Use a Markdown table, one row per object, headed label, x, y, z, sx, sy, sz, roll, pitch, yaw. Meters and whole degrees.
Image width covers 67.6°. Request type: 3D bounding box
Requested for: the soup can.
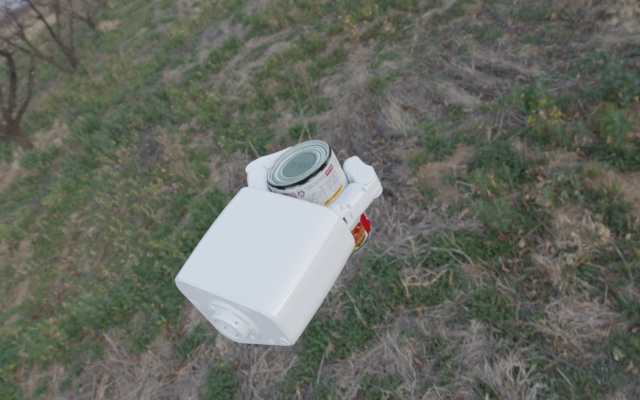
| label | x | y | z | sx | sy | sz | roll | pitch | yaw |
| --- | --- | --- | --- | --- | --- | --- | --- | --- | --- |
| soup can | 0.000 | 0.001 | 0.462 | 0.068 | 0.102 | 0.068 | -20 | 35 | 15 |
